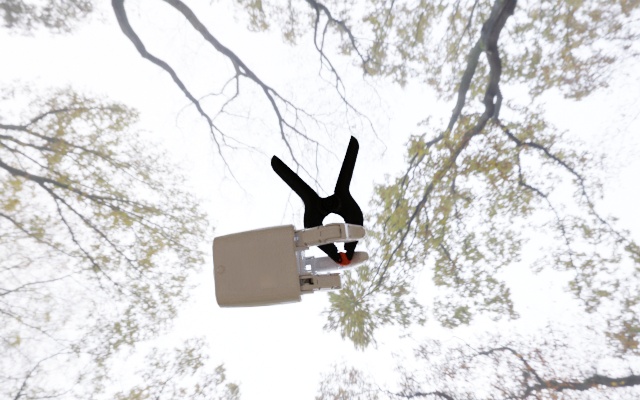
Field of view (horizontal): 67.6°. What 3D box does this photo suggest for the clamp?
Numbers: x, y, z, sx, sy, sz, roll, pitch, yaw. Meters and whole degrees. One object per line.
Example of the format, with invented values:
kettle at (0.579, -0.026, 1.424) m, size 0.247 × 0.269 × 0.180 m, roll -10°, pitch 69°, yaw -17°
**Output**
clamp at (0.000, 0.002, 0.624) m, size 0.120 × 0.171 × 0.039 m, roll -7°, pitch -12°, yaw 4°
